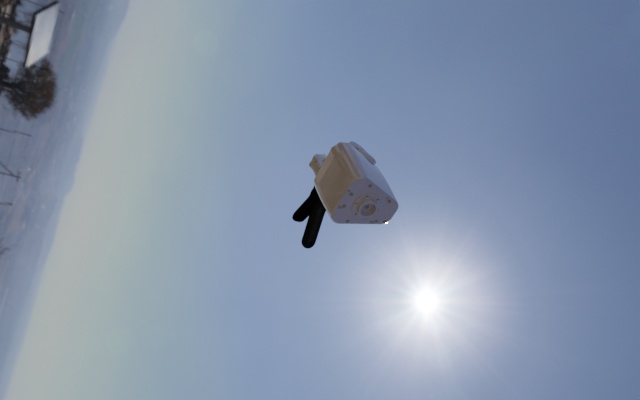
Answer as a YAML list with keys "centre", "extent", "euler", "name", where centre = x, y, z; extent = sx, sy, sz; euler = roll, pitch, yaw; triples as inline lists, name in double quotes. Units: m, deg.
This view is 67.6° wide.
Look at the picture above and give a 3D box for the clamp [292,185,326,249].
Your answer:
- centre: [0.001, 0.003, 0.875]
  extent: [0.039, 0.171, 0.120]
  euler: [17, 28, -26]
  name: "clamp"
